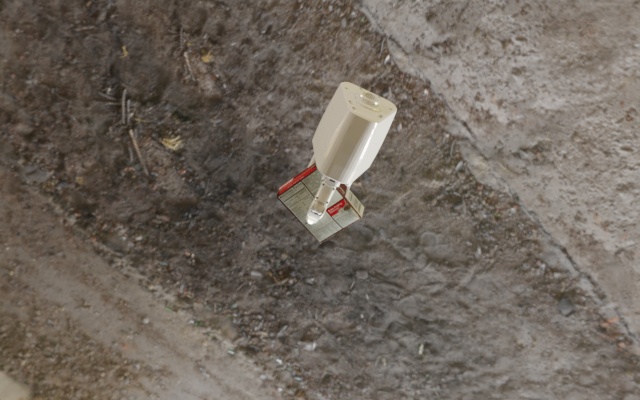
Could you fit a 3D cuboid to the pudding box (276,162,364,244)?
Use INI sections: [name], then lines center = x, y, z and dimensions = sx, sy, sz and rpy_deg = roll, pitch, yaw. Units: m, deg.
[pudding box]
center = 0.000, 0.003, 0.756
dimensions = 0.090, 0.113, 0.039
rpy_deg = -32, 19, 25
